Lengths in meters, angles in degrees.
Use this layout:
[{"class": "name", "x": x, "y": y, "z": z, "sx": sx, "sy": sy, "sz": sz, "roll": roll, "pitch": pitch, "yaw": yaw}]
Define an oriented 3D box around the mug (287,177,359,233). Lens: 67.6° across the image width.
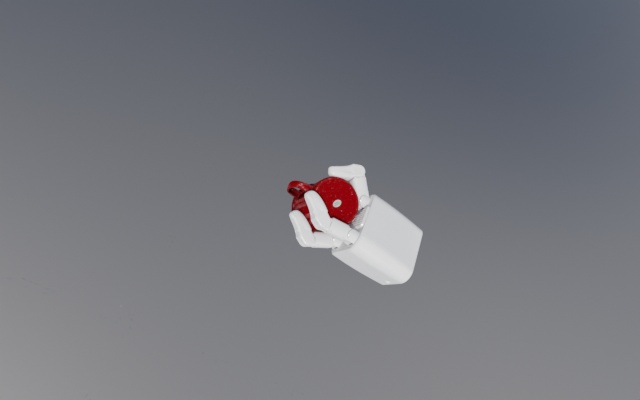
[{"class": "mug", "x": -0.001, "y": 0.002, "z": 0.767, "sx": 0.117, "sy": 0.093, "sz": 0.081, "roll": 34, "pitch": -22, "yaw": -13}]
